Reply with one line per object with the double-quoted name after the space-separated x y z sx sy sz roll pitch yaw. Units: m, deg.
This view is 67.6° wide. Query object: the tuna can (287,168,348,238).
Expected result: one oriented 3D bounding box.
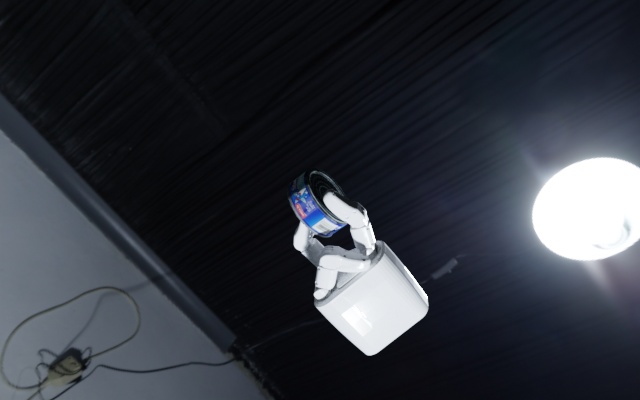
0.000 0.002 0.604 0.034 0.086 0.086 -36 -18 26 "tuna can"
